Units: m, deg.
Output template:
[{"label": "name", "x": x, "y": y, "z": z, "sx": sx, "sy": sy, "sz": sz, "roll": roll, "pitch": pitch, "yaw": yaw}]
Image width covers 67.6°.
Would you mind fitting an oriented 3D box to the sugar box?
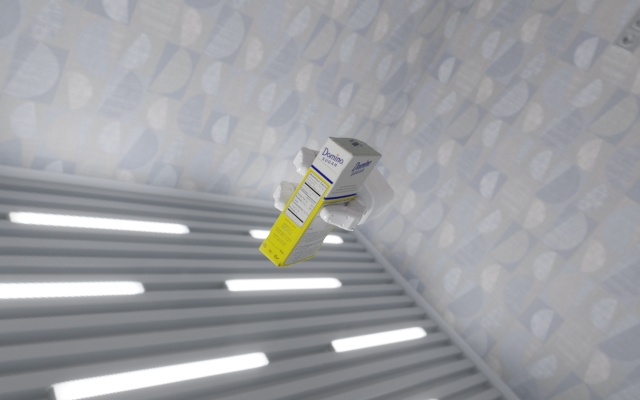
[{"label": "sugar box", "x": 0.000, "y": 0.002, "z": 0.612, "sx": 0.048, "sy": 0.176, "sz": 0.093, "roll": 39, "pitch": 20, "yaw": 20}]
